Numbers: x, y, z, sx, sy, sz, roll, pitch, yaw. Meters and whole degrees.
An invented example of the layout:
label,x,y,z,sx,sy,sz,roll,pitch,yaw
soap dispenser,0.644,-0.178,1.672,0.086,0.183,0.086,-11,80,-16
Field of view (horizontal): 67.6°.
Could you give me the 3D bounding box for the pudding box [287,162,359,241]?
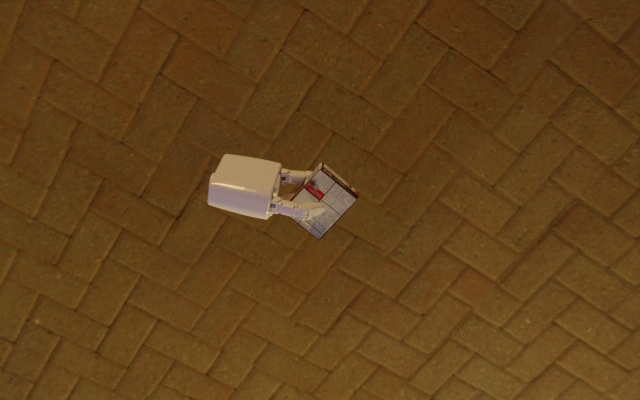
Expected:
label,x,y,z,sx,sy,sz,roll,pitch,yaw
pudding box,0.000,0.003,0.856,0.090,0.113,0.039,39,21,-11
